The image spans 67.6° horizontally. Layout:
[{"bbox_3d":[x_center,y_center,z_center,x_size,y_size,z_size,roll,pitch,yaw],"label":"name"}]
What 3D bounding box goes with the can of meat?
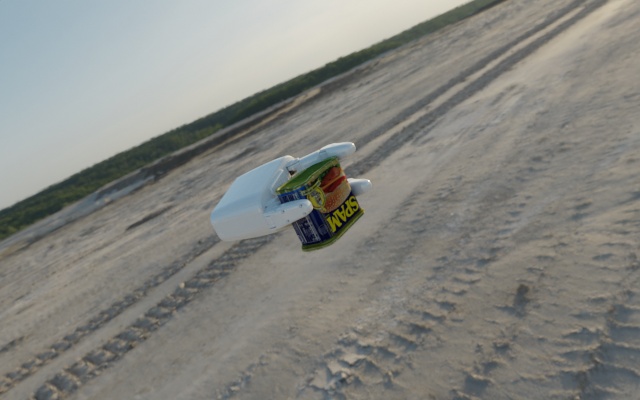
[{"bbox_3d":[0.000,0.002,0.601,0.057,0.084,0.102,-15,17,40],"label":"can of meat"}]
